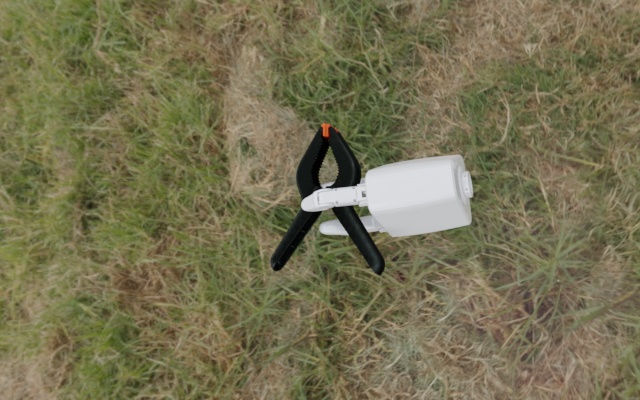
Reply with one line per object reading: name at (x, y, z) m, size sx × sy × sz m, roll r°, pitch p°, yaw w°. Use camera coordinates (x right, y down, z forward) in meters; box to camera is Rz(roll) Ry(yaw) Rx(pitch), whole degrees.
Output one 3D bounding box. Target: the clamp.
clamp at (0.000, 0.001, 0.650) m, size 0.164 × 0.210 × 0.036 m, roll -9°, pitch -12°, yaw 24°
